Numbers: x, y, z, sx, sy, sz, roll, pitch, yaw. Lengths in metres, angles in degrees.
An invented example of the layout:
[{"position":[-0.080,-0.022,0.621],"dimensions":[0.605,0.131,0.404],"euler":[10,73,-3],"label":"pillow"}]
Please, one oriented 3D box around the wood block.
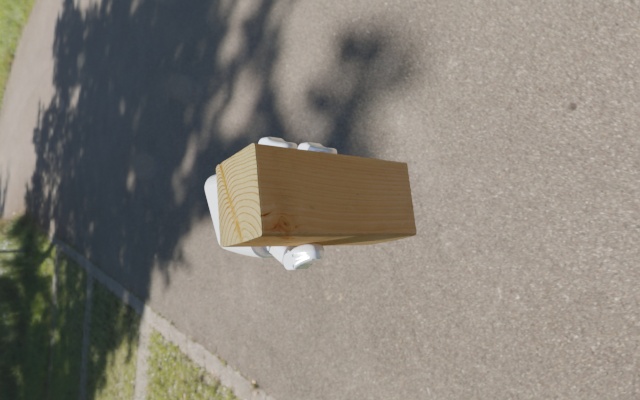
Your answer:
[{"position":[0.000,0.002,0.531],"dimensions":[0.206,0.091,0.090],"euler":[3,-13,-37],"label":"wood block"}]
